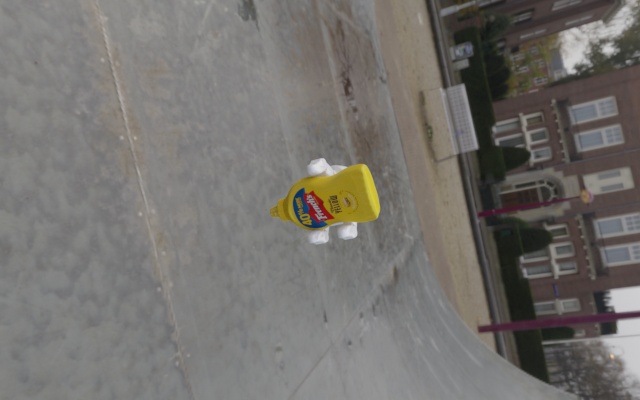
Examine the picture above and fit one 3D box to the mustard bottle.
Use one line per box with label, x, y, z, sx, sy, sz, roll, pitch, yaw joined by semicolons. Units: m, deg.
mustard bottle;0.000;0.003;0.832;0.191;0.096;0.058;-12;22;20
